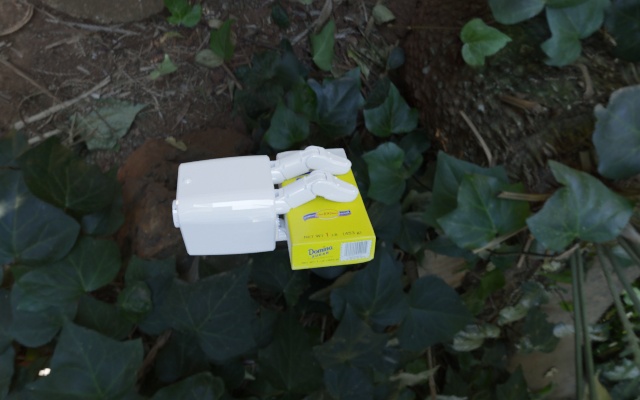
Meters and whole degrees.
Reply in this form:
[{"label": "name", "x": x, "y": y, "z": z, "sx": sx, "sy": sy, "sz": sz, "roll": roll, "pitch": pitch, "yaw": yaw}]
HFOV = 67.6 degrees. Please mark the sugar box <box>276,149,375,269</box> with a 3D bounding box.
[{"label": "sugar box", "x": 0.000, "y": 0.002, "z": 0.577, "sx": 0.093, "sy": 0.048, "sz": 0.176, "roll": -5, "pitch": 42, "yaw": -9}]
